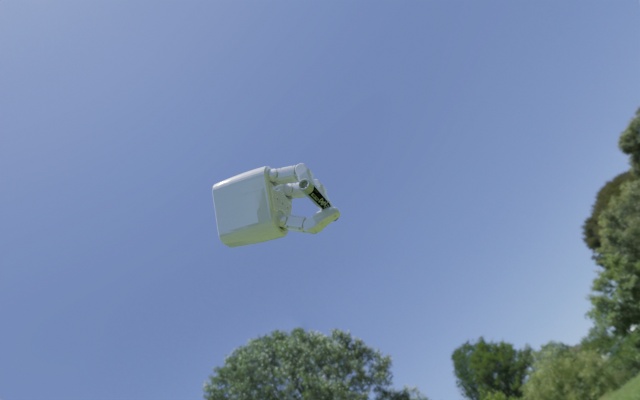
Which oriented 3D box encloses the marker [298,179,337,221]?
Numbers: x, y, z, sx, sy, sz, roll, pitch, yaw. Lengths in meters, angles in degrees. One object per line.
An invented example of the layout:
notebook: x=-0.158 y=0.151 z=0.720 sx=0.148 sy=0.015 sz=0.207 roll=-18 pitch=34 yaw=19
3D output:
marker: x=0.000 y=0.002 z=0.733 sx=0.020 sy=0.020 sz=0.121 roll=0 pitch=-25 yaw=26
